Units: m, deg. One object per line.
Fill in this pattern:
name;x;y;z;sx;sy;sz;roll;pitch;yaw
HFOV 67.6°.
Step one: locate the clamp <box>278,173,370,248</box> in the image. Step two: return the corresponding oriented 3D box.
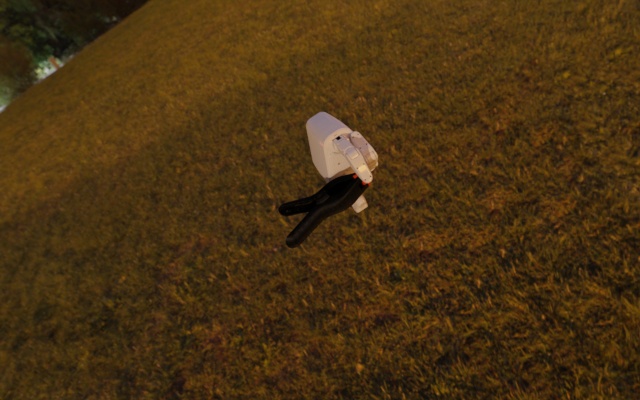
clamp;0.000;0.002;0.809;0.171;0.039;0.120;-34;36;-3
